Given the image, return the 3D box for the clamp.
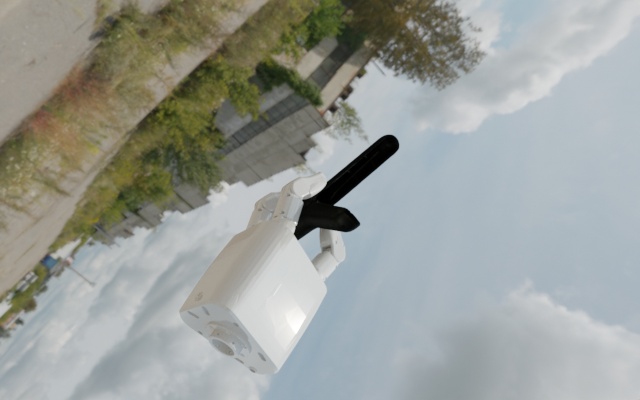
[{"bbox_3d":[0.000,0.003,0.568,0.210,0.036,0.164,-26,20,46],"label":"clamp"}]
